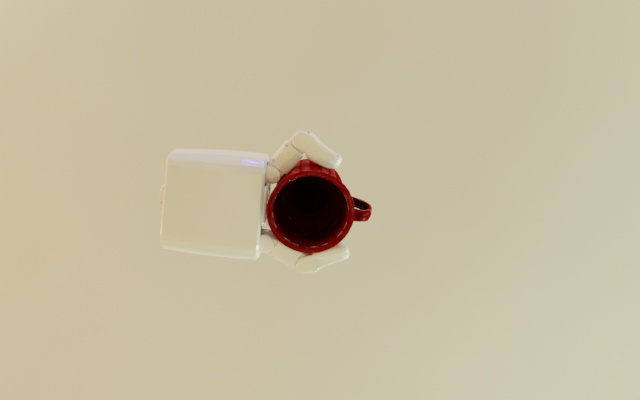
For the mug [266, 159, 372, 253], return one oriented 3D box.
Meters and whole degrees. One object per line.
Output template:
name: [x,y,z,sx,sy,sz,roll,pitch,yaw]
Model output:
mug: [0.002,0.002,0.539,0.117,0.093,0.081,6,19,-4]
